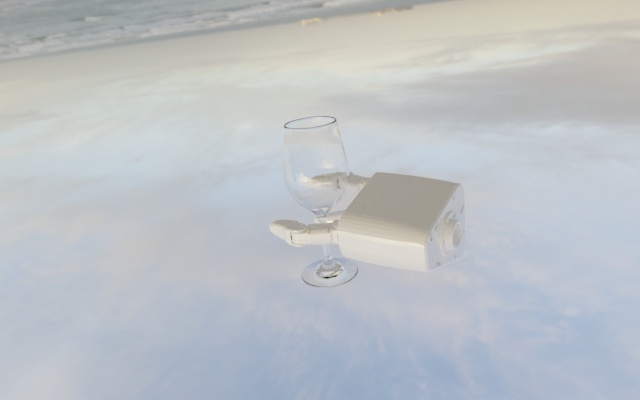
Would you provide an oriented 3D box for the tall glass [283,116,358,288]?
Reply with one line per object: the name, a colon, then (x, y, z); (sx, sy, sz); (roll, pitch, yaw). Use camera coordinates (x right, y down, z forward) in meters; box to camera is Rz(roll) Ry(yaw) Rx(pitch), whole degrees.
tall glass: (0.000, 0.003, 0.585); (0.079, 0.201, 0.079); (-7, 21, 3)
